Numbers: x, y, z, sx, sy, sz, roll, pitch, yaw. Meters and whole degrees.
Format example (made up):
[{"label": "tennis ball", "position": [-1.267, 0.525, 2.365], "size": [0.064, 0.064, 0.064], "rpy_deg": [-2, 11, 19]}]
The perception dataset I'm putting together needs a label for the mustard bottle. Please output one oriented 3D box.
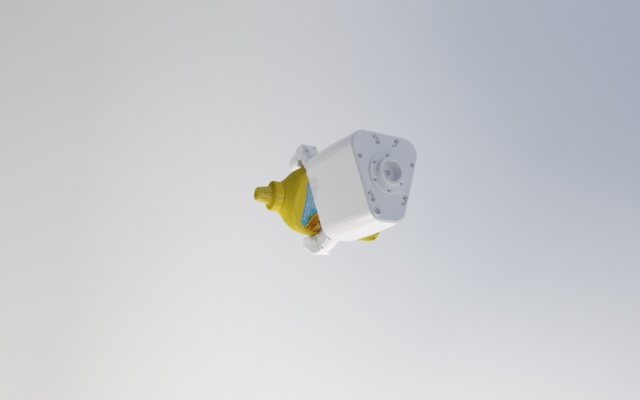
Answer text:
[{"label": "mustard bottle", "position": [0.000, 0.002, 0.670], "size": [0.191, 0.096, 0.058], "rpy_deg": [7, 7, -27]}]
